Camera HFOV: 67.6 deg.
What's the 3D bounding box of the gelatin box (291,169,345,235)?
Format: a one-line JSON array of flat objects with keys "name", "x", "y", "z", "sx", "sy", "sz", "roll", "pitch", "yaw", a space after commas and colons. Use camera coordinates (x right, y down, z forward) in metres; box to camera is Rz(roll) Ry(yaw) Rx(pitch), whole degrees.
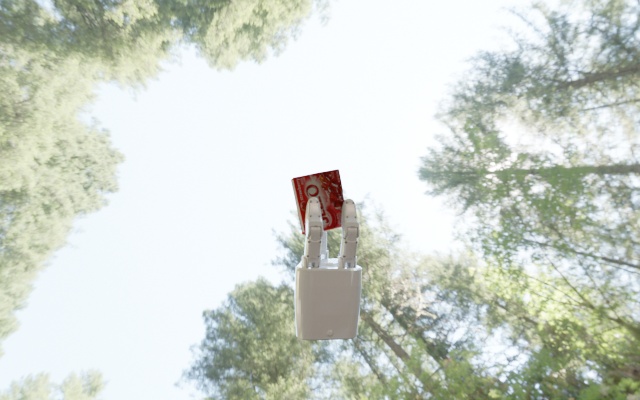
[{"name": "gelatin box", "x": 0.000, "y": 0.002, "z": 0.724, "sx": 0.073, "sy": 0.089, "sz": 0.030, "roll": -12, "pitch": -1, "yaw": -12}]
